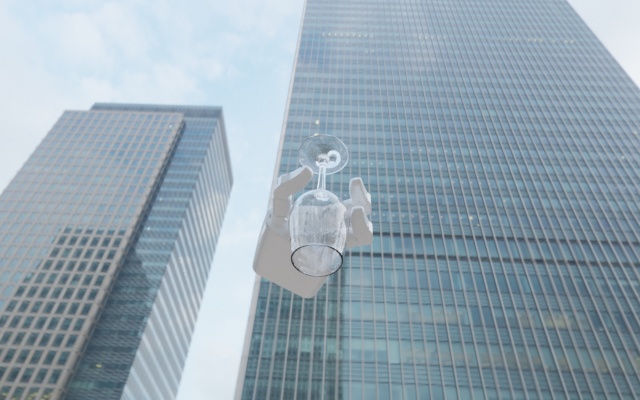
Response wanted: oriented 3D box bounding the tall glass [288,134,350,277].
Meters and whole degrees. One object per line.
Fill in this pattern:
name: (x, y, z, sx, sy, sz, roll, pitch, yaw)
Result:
tall glass: (0.000, 0.001, 0.630, 0.079, 0.079, 0.200, 0, 44, 3)
